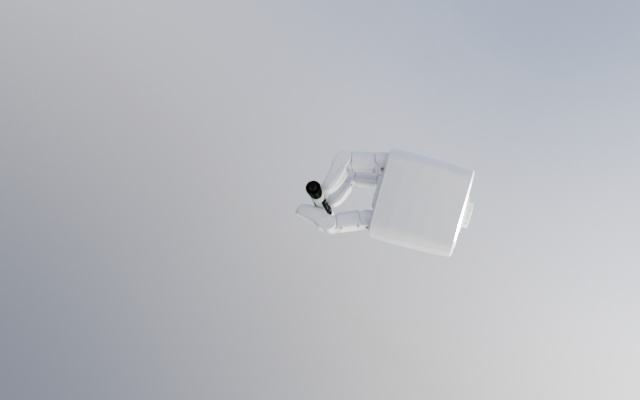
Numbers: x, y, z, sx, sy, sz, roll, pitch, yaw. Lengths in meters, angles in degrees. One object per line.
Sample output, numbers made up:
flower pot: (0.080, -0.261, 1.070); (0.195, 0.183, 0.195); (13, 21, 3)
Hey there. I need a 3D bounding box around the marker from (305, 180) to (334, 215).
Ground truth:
marker: (0.000, 0.002, 0.629); (0.020, 0.020, 0.121); (0, -19, 10)
